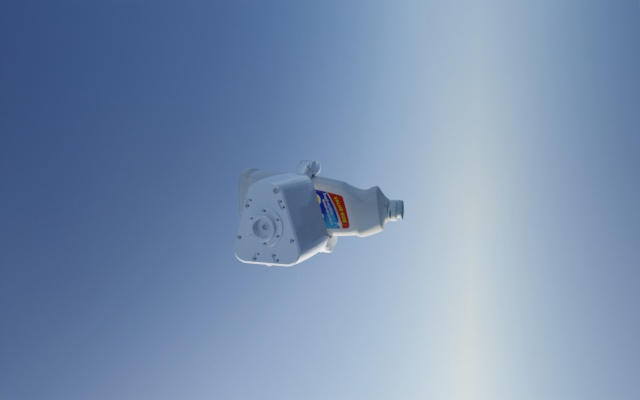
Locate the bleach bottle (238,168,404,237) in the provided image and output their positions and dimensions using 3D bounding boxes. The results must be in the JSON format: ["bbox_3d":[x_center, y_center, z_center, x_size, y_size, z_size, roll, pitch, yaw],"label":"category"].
[{"bbox_3d":[0.000,0.002,0.731,0.251,0.102,0.068,2,7,18],"label":"bleach bottle"}]
